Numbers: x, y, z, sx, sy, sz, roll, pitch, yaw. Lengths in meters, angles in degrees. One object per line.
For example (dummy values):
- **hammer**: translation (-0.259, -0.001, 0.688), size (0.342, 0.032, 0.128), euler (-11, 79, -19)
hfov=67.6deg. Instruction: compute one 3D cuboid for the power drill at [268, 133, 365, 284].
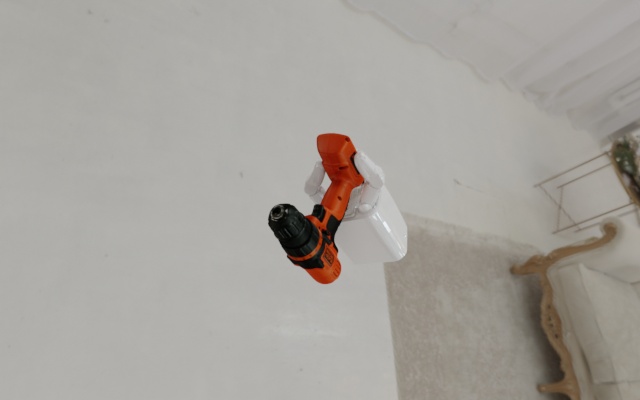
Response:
- **power drill**: translation (0.000, 0.002, 0.658), size (0.057, 0.187, 0.184), euler (8, -28, 26)
